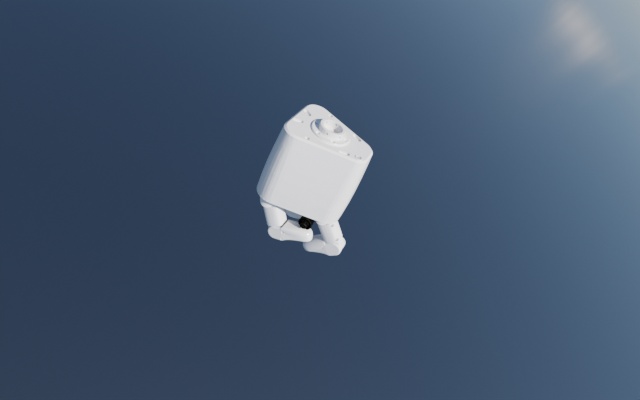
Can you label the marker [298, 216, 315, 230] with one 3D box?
[{"bbox_3d":[0.000,0.002,0.654,0.020,0.020,0.121,0,30,26],"label":"marker"}]
